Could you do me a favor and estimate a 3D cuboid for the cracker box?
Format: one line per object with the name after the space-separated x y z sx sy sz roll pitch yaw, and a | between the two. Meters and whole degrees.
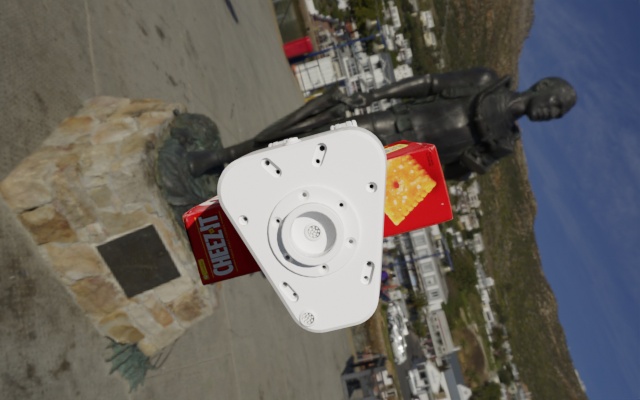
0.000 0.002 0.460 0.214 0.072 0.164 -15 7 5 | cracker box
